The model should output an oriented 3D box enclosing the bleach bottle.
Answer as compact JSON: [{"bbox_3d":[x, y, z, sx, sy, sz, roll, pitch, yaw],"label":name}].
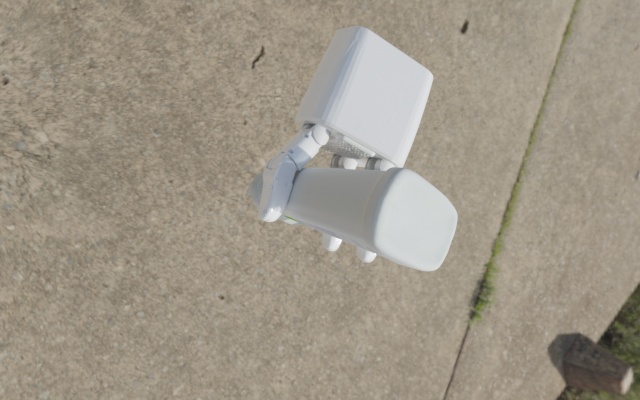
[{"bbox_3d":[0.000,0.002,0.465,0.102,0.068,0.251,29,-11,-39],"label":"bleach bottle"}]
